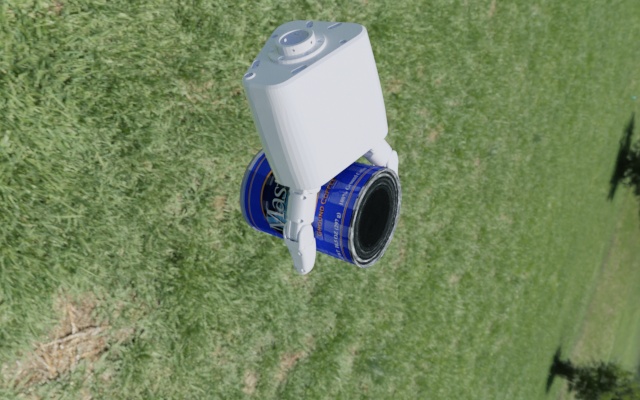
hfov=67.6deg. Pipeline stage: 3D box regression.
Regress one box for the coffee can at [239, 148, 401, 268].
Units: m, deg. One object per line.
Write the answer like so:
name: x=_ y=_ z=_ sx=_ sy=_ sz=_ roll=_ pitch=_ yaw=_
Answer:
coffee can: x=0.000 y=0.002 z=0.508 sx=0.140 sy=0.103 sz=0.103 roll=16 pitch=9 yaw=32
